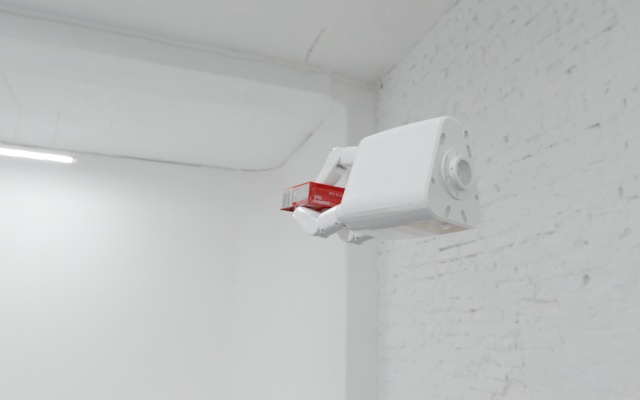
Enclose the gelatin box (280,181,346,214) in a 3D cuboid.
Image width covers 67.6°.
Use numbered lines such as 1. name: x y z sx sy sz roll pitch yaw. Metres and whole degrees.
1. gelatin box: 0.000 0.002 0.597 0.073 0.030 0.089 11 -11 -26
